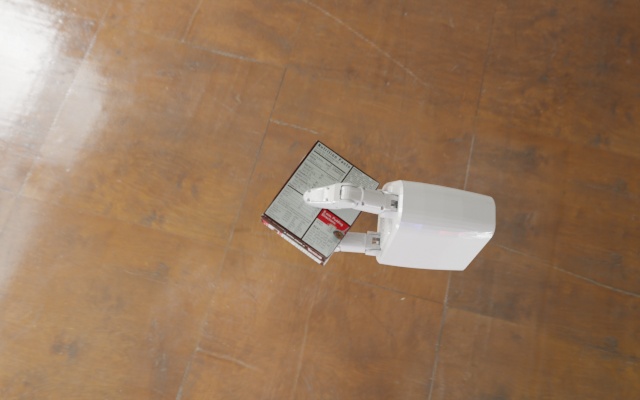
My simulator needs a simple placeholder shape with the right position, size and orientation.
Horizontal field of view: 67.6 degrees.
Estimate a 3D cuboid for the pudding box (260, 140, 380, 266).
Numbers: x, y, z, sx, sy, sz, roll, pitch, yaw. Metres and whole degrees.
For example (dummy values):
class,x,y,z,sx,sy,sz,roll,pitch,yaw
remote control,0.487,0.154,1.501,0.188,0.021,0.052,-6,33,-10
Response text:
class,x,y,z,sx,sy,sz,roll,pitch,yaw
pudding box,0.000,0.002,0.539,0.090,0.113,0.039,35,-18,3
